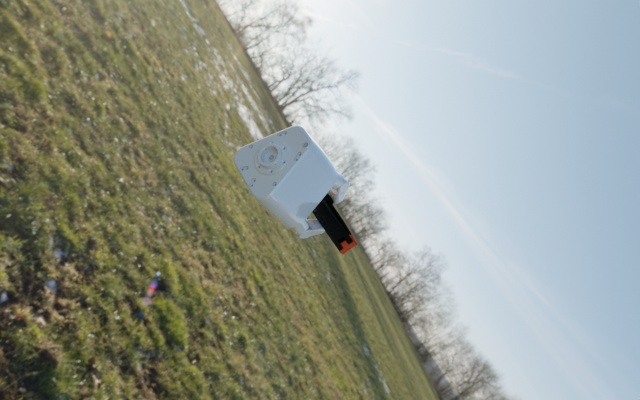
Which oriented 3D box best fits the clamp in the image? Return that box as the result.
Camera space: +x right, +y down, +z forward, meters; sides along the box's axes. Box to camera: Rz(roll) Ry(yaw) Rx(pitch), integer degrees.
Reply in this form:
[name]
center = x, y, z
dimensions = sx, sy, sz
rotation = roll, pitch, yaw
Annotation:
[clamp]
center = 0.001, 0.002, 0.772
dimensions = 0.036, 0.210, 0.165
rotation = -37, -29, 6
